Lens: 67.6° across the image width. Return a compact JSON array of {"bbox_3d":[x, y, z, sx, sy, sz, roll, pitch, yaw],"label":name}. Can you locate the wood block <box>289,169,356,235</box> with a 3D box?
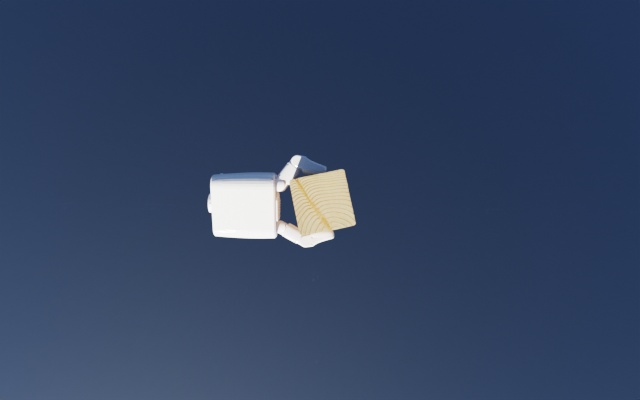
[{"bbox_3d":[0.000,0.003,0.835,0.090,0.091,0.206,-11,1,-2],"label":"wood block"}]
